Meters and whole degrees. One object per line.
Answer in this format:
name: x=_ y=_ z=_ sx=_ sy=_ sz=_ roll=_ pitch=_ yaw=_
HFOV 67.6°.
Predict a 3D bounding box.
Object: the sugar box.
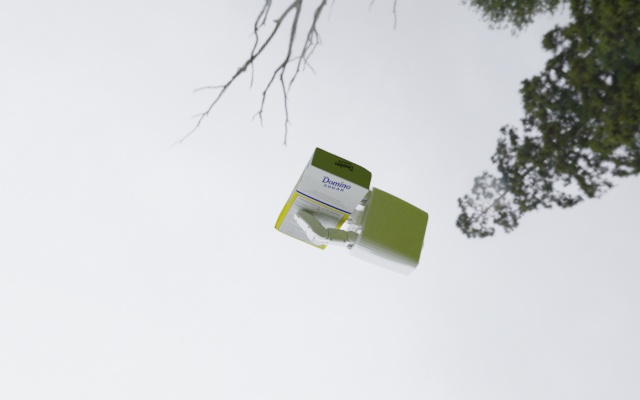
sugar box: x=0.000 y=0.002 z=0.734 sx=0.093 sy=0.048 sz=0.176 roll=23 pitch=-43 yaw=-9
